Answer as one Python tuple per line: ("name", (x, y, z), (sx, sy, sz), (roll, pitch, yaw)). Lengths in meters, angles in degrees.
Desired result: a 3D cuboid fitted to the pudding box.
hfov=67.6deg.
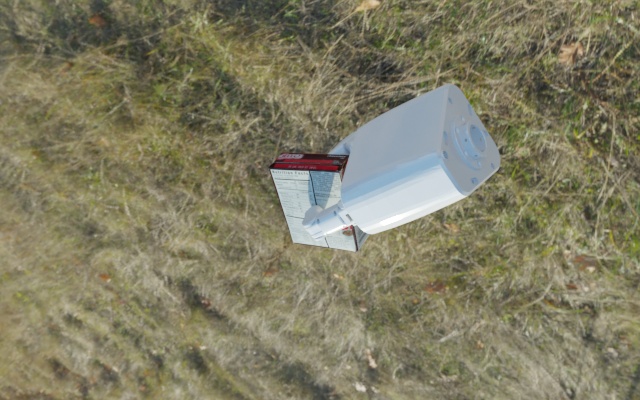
("pudding box", (0.000, 0.002, 0.537), (0.090, 0.114, 0.039), (6, 37, 28))
